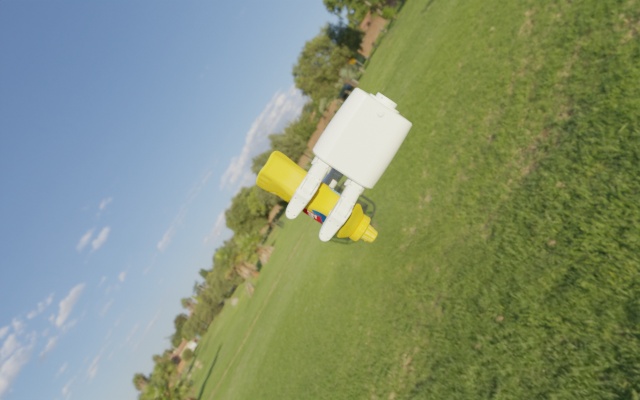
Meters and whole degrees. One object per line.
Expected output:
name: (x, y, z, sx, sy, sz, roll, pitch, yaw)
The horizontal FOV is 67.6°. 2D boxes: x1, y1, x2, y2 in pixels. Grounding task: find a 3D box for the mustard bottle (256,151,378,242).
mustard bottle: (0.000, 0.002, 0.699, 0.191, 0.058, 0.096, 33, -10, -3)
